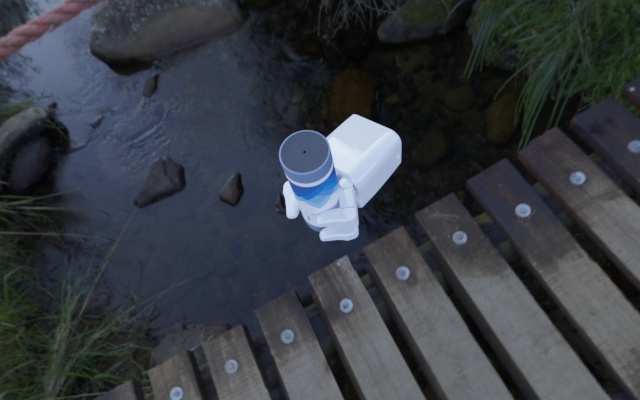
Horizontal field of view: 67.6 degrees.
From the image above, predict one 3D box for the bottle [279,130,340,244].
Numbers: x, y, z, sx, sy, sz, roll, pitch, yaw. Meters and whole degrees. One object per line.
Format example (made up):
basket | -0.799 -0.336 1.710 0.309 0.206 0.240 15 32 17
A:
bottle | 0.000 0.002 0.735 0.069 0.069 0.296 0 -26 9
